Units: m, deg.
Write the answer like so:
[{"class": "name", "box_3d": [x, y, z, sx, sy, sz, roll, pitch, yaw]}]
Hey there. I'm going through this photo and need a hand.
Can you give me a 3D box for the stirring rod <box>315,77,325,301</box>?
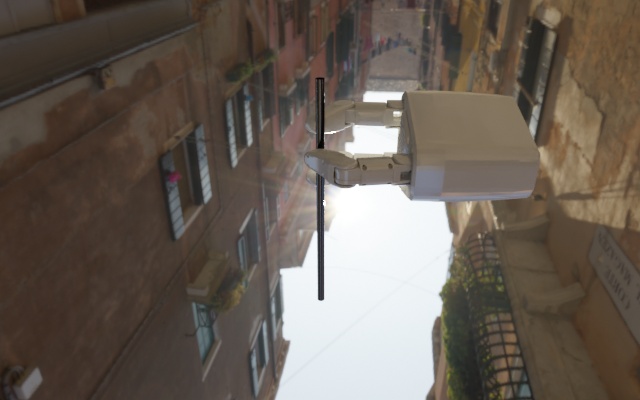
[{"class": "stirring rod", "box_3d": [0.000, 0.001, 0.466, 0.011, 0.240, 0.011, 0, 28, 0]}]
